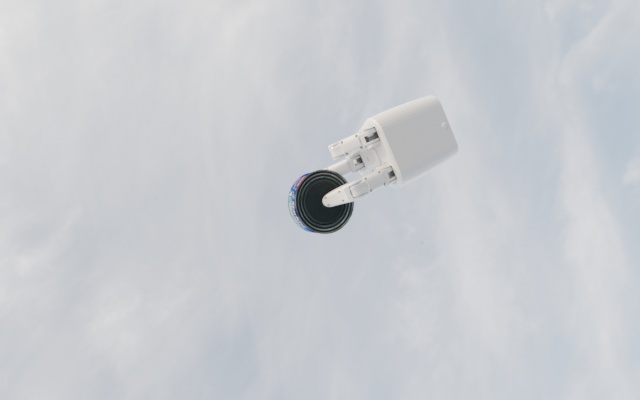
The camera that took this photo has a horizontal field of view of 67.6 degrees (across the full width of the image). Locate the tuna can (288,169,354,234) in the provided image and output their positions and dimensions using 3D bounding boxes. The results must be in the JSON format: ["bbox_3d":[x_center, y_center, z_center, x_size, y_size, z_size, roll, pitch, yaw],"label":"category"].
[{"bbox_3d":[0.000,0.002,0.646,0.086,0.086,0.034,0,-2,-24],"label":"tuna can"}]
